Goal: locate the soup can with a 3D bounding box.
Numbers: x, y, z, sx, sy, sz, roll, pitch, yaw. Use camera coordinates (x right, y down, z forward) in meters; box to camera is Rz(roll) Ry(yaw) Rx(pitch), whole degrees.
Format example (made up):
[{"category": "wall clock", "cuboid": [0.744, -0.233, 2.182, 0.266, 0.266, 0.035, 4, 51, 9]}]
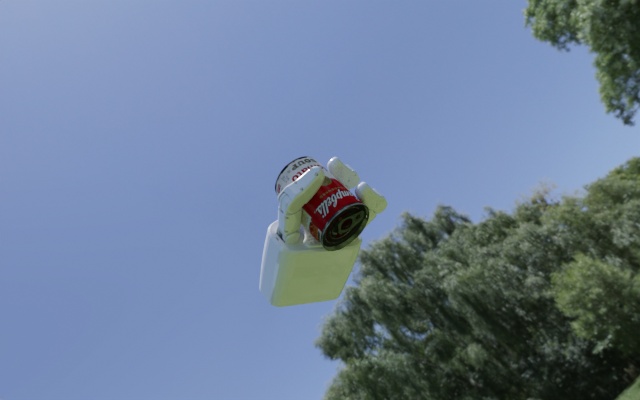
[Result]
[{"category": "soup can", "cuboid": [0.000, 0.001, 0.567, 0.068, 0.068, 0.102, 0, 36, -46]}]
